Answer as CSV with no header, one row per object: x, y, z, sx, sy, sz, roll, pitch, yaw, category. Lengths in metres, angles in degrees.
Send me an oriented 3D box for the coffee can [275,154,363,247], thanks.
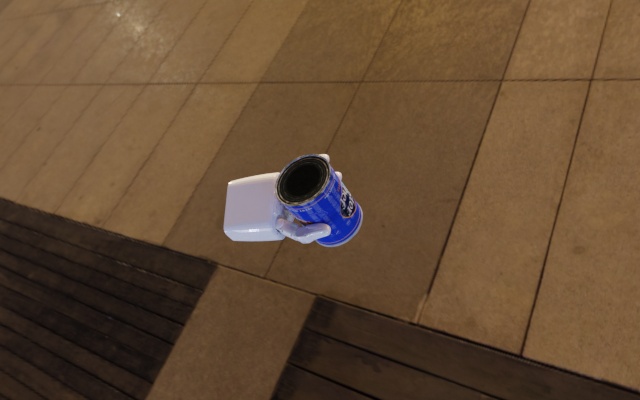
0.000,0.003,0.822,0.103,0.102,0.140,0,-32,30,coffee can
